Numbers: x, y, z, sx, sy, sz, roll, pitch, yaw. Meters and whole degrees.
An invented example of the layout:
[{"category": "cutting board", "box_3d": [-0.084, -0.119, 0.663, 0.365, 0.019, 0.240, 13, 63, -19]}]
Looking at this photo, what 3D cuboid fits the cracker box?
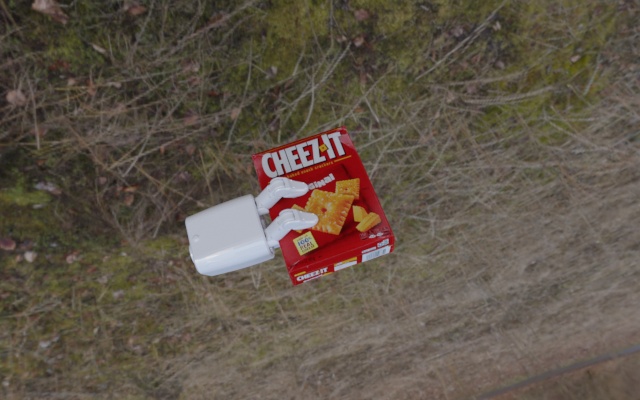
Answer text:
[{"category": "cracker box", "box_3d": [0.000, 0.003, 0.744, 0.164, 0.213, 0.072, -18, -27, -5]}]
